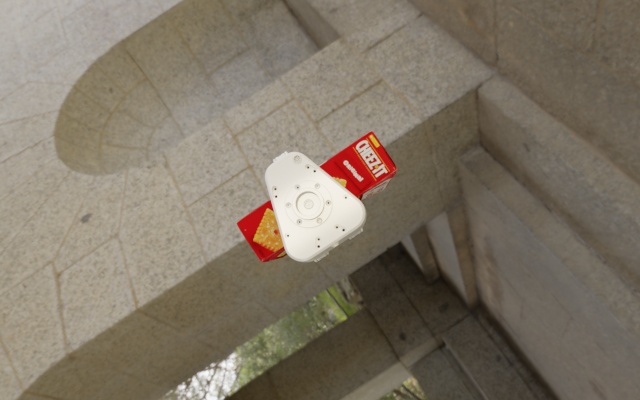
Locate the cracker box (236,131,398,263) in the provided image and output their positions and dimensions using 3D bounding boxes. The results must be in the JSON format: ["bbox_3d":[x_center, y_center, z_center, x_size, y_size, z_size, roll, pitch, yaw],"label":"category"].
[{"bbox_3d":[0.000,0.002,0.688,0.213,0.072,0.164,-33,-5,0],"label":"cracker box"}]
